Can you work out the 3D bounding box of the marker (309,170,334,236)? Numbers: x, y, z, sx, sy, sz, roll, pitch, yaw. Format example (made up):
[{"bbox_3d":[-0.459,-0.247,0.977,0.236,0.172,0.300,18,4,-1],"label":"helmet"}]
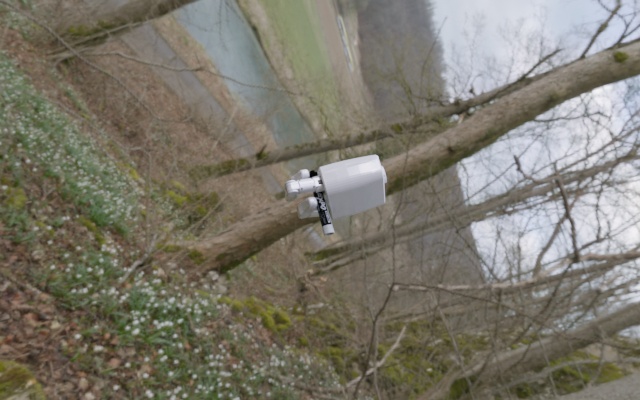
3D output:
[{"bbox_3d":[0.000,0.003,0.840,0.020,0.121,0.020,-14,-18,-5],"label":"marker"}]
